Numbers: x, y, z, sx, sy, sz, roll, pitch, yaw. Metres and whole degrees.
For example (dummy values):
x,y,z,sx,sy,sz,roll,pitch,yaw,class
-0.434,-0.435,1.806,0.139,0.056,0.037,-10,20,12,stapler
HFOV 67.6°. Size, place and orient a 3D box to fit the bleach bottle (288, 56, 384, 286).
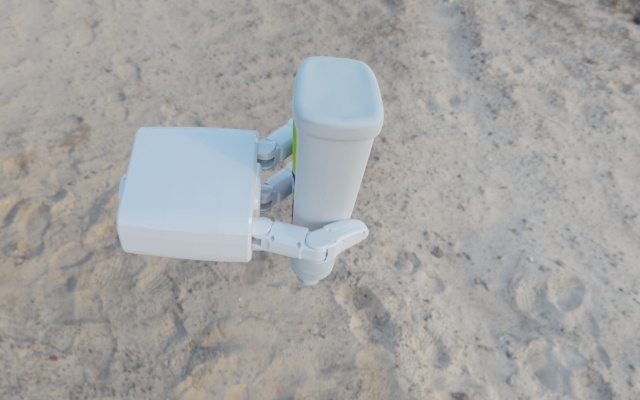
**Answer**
x,y,z,sx,sy,sz,roll,pitch,yaw,class
0.000,0.001,0.449,0.068,0.251,0.102,4,44,-5,bleach bottle
